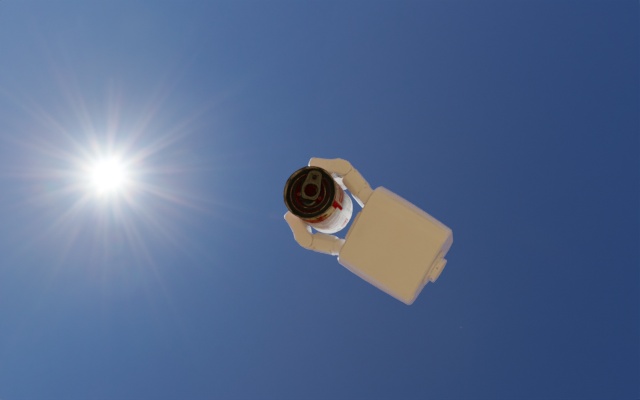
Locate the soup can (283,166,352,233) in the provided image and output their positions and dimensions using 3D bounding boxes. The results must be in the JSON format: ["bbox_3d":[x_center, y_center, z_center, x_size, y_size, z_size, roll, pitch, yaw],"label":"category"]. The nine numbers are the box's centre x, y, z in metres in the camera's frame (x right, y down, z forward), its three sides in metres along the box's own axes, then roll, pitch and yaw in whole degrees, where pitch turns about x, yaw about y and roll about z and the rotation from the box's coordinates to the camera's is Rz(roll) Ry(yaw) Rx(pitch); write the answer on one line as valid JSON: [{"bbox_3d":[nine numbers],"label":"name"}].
[{"bbox_3d":[0.000,0.002,0.631,0.068,0.068,0.102,0,-14,17],"label":"soup can"}]
